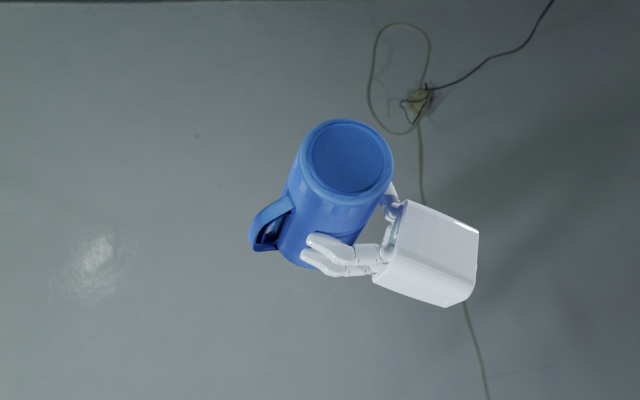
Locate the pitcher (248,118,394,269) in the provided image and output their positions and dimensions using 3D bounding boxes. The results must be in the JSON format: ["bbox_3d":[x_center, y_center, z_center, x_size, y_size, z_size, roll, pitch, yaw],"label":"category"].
[{"bbox_3d":[0.000,0.002,0.622,0.145,0.149,0.243,24,-24,0],"label":"pitcher"}]
